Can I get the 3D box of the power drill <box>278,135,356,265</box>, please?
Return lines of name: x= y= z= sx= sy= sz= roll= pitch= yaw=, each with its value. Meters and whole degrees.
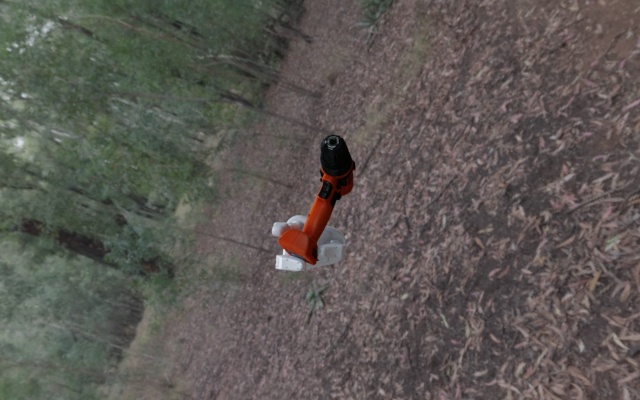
power drill: x=0.000 y=0.003 z=0.773 sx=0.057 sy=0.187 sz=0.184 roll=23 pitch=-15 yaw=16
